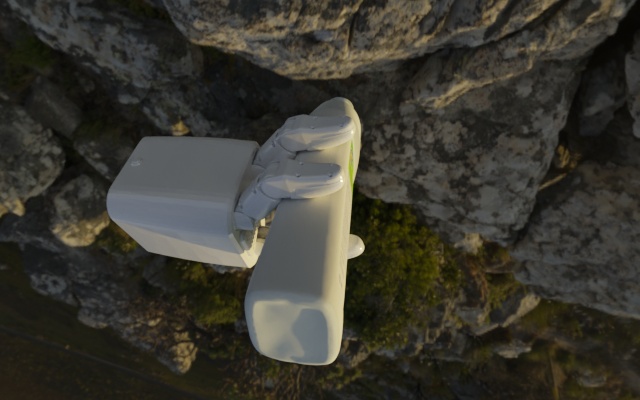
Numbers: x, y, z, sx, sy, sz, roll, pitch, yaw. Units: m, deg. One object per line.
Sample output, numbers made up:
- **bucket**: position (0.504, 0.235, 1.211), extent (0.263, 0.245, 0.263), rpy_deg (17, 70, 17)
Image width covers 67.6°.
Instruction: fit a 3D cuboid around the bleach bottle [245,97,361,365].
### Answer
- **bleach bottle**: position (0.000, 0.001, 0.413), extent (0.068, 0.250, 0.103), rpy_deg (7, -43, 6)
